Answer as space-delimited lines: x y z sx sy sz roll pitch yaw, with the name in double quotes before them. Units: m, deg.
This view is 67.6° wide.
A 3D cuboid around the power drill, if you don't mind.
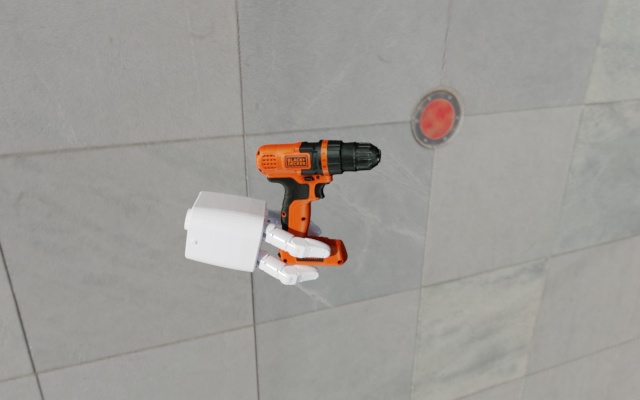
"power drill" 0.000 0.003 0.716 0.184 0.188 0.057 0 14 13
